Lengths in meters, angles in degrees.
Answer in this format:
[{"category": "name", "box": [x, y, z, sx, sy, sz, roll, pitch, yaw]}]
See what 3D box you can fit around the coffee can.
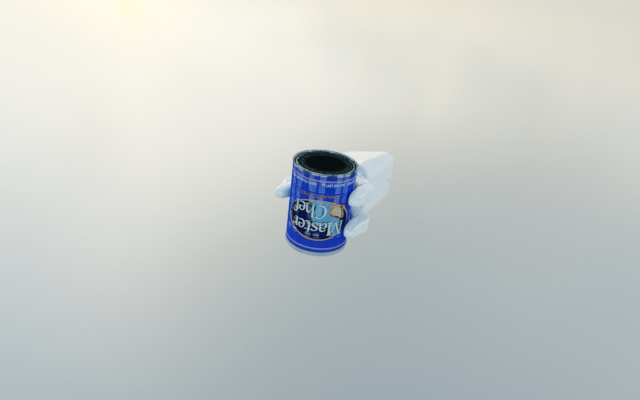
[{"category": "coffee can", "box": [0.000, 0.003, 0.758, 0.103, 0.140, 0.102, 6, 27, -3]}]
